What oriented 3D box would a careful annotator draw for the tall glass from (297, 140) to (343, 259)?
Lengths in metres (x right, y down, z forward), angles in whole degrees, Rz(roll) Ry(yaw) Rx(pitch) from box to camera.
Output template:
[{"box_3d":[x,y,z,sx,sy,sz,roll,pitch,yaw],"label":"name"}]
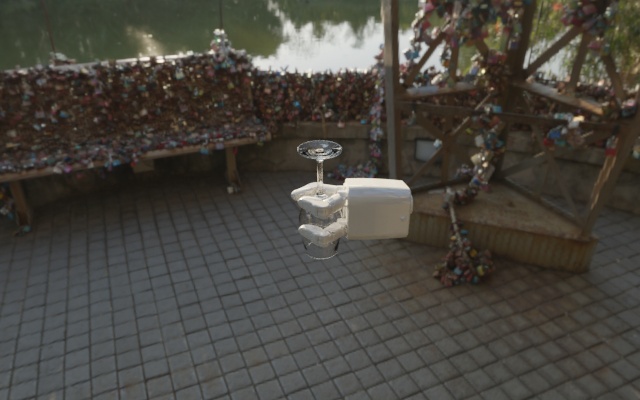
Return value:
[{"box_3d":[0.000,0.002,0.829,0.079,0.201,0.079,0,29,0],"label":"tall glass"}]
